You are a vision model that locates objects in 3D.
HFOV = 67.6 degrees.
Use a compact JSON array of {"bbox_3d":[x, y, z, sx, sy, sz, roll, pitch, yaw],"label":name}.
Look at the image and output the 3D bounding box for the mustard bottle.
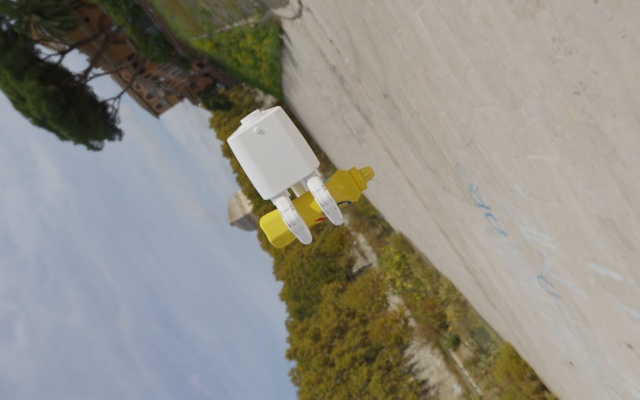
[{"bbox_3d":[0.000,0.003,0.753,0.191,0.058,0.096,-32,-7,2],"label":"mustard bottle"}]
